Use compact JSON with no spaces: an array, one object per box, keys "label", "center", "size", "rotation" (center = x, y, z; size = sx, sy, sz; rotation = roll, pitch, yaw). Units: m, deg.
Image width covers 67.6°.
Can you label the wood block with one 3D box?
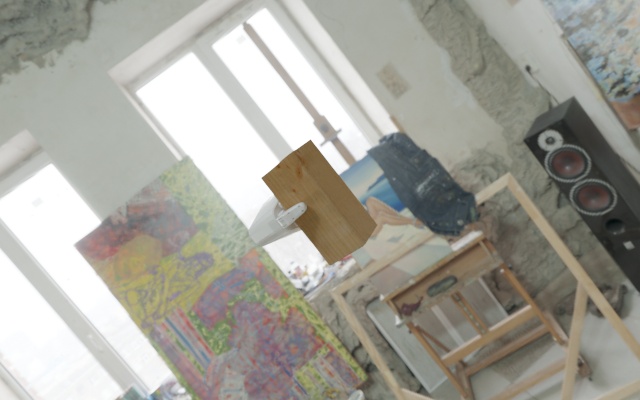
[{"label":"wood block","center":[0.000,0.003,0.881],"size":[0.090,0.206,0.090],"rotation":[-35,6,32]}]
